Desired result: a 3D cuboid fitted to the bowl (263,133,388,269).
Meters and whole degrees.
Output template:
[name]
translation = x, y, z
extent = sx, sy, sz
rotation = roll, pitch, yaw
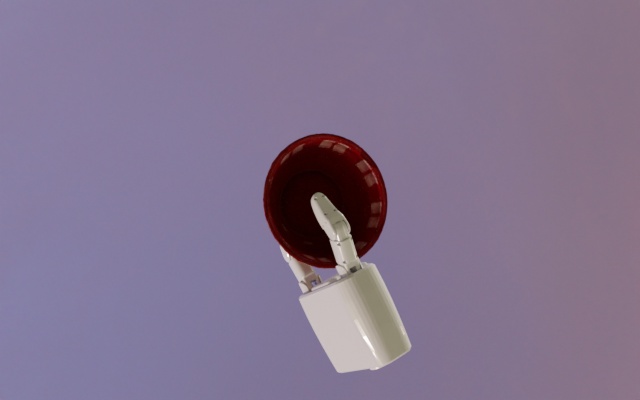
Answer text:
[bowl]
translation = 0.000, 0.001, 0.590
extent = 0.162, 0.162, 0.055
rotation = 0, -5, -23
